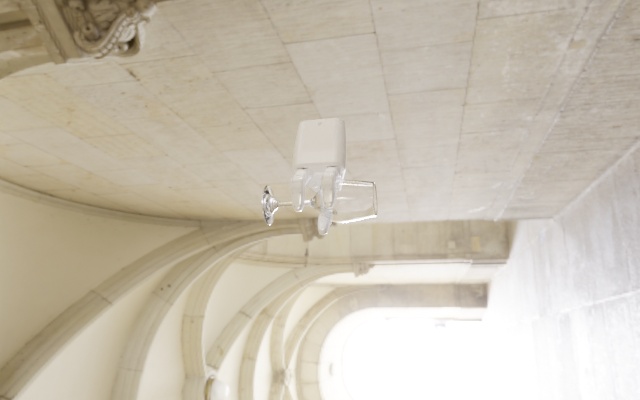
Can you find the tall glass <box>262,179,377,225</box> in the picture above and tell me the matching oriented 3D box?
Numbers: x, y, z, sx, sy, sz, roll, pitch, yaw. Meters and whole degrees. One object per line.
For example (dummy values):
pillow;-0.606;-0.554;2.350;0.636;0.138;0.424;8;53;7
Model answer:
tall glass;-0.001;0.003;0.867;0.201;0.079;0.079;-3;-1;12
